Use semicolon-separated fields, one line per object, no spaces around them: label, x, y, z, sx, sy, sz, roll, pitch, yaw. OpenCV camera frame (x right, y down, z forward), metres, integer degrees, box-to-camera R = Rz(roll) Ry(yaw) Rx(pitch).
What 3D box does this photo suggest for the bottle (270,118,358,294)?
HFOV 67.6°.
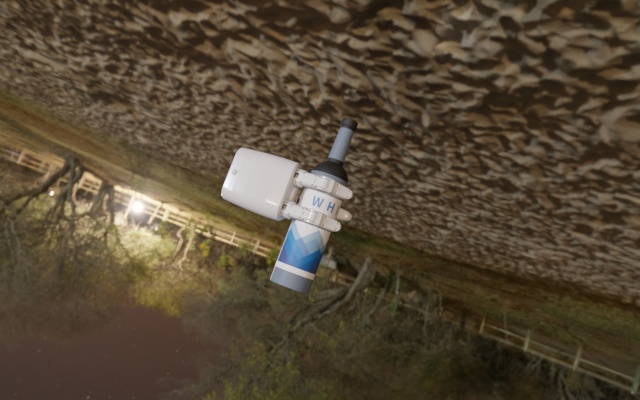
bottle;0.000;0.003;0.788;0.069;0.295;0.069;20;-7;3
